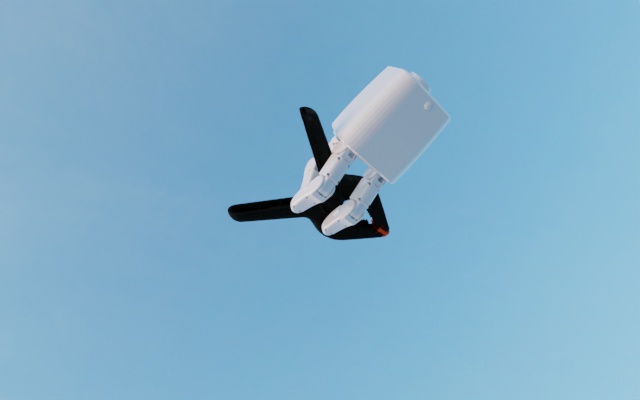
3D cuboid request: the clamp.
[{"bbox_3d":[0.000,0.002,0.607,0.210,0.164,0.036,36,16,-31],"label":"clamp"}]
